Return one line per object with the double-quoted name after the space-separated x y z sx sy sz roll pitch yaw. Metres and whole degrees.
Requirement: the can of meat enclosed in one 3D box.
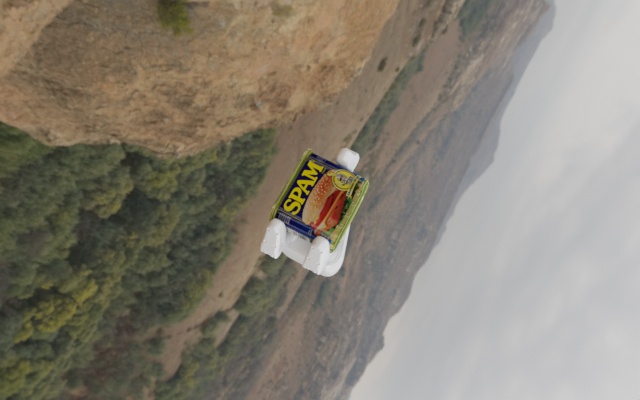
0.000 0.002 0.572 0.084 0.102 0.057 26 -16 9 "can of meat"
